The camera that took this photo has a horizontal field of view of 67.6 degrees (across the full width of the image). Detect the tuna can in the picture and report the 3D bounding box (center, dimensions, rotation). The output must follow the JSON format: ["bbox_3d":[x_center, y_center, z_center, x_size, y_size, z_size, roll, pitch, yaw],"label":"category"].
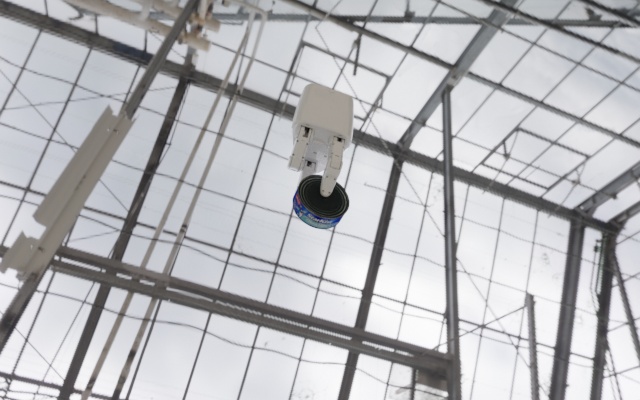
[{"bbox_3d":[0.000,0.003,0.748,0.086,0.086,0.034,0,-37,-26],"label":"tuna can"}]
